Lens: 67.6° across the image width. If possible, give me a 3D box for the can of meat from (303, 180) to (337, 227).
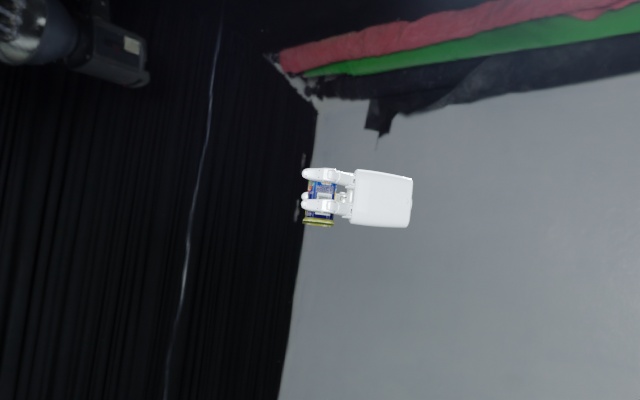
[{"bbox_3d":[0.000,0.003,0.893,0.057,0.084,0.102,7,-7,-2],"label":"can of meat"}]
